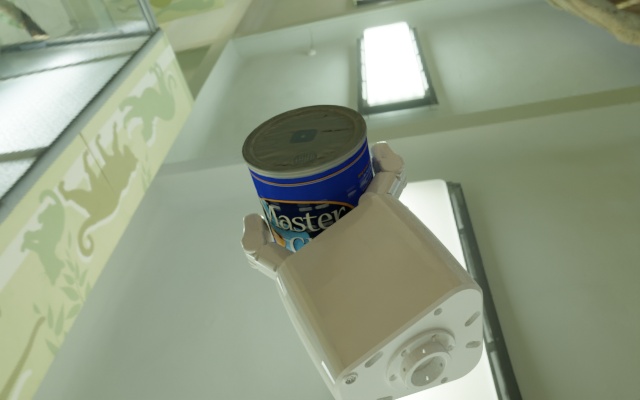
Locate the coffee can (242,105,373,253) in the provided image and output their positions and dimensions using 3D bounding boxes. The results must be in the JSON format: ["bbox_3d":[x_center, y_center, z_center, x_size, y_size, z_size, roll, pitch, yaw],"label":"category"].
[{"bbox_3d":[0.000,0.001,0.425,0.103,0.140,0.102,-9,37,7],"label":"coffee can"}]
